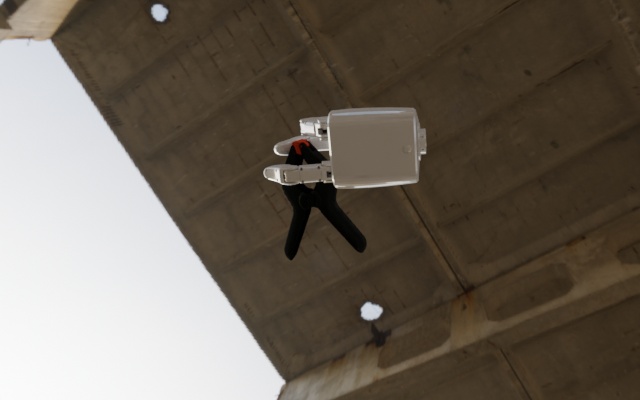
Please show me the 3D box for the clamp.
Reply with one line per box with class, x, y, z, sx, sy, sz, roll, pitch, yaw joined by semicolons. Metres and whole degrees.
clamp;0.000;0.002;0.649;0.120;0.171;0.039;-1;16;14
